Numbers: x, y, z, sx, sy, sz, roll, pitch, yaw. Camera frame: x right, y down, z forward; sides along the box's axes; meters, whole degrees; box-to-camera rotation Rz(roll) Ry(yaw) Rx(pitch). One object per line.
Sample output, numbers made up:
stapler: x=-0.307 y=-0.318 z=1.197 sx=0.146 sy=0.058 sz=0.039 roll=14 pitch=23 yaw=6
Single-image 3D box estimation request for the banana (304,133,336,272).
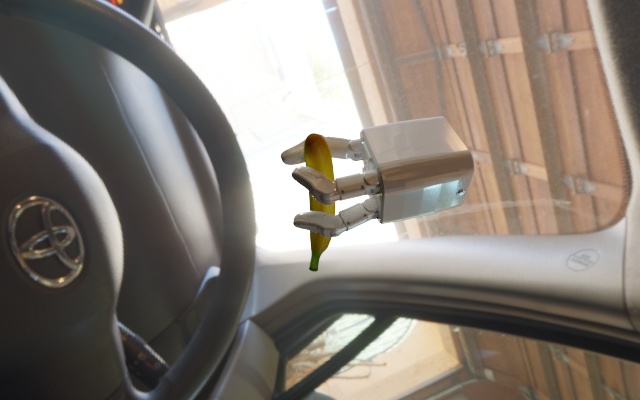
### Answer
banana: x=0.001 y=-0.005 z=0.601 sx=0.037 sy=0.198 sz=0.069 roll=-1 pitch=33 yaw=3
